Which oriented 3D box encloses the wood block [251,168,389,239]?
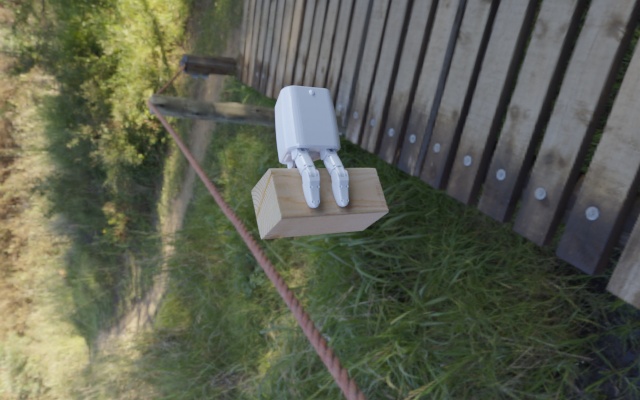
[{"bbox_3d":[0.000,0.002,0.815,0.206,0.090,0.091,-2,-23,-31],"label":"wood block"}]
